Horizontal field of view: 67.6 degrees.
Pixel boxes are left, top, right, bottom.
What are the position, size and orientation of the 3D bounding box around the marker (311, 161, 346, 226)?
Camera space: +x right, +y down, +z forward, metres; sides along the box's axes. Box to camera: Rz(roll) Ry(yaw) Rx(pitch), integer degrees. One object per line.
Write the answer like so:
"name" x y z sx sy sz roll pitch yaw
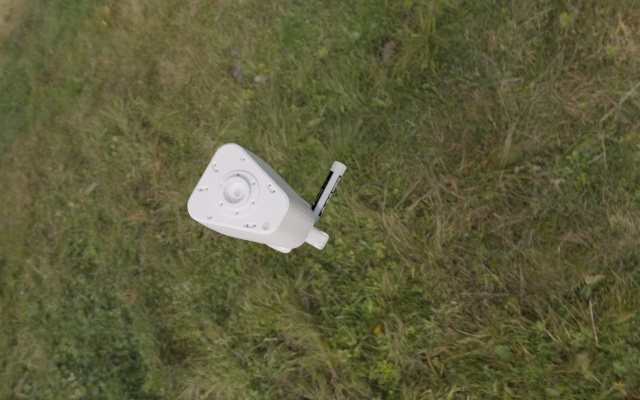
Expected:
"marker" 0.000 0.002 0.662 0.020 0.121 0.020 28 -4 2
